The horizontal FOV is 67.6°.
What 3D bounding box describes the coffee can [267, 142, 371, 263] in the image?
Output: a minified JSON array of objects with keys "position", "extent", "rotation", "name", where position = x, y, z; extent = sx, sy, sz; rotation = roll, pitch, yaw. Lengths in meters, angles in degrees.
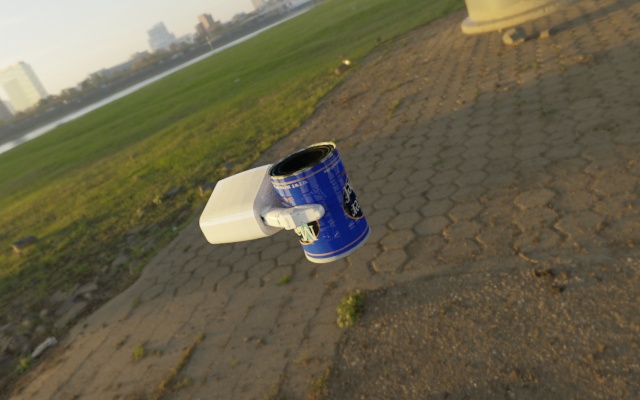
[{"position":[0.000,0.002,0.679],"extent":[0.103,0.140,0.102],"rotation":[-21,21,8],"name":"coffee can"}]
